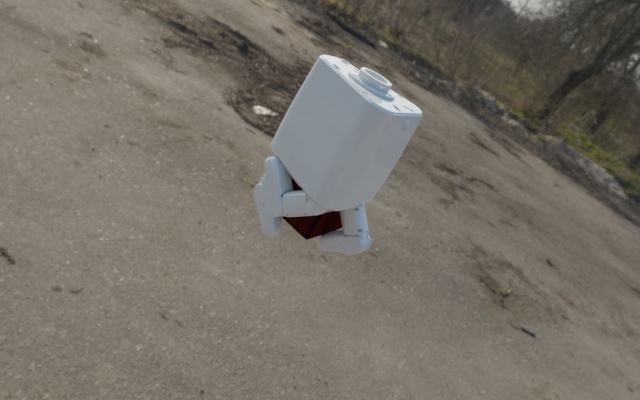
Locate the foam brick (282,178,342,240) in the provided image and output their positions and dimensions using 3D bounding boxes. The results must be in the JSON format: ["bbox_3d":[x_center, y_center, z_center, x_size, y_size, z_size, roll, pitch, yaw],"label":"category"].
[{"bbox_3d":[0.000,0.002,0.525,0.053,0.051,0.078,41,28,21],"label":"foam brick"}]
